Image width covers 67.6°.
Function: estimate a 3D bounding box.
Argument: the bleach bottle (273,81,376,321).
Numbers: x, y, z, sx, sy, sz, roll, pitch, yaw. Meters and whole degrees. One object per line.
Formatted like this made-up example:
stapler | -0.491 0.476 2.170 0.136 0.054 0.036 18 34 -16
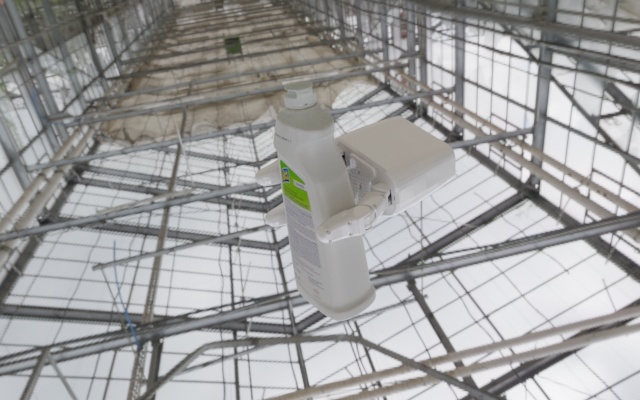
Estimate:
bleach bottle | 0.000 0.002 0.511 0.068 0.251 0.102 -26 33 -30
